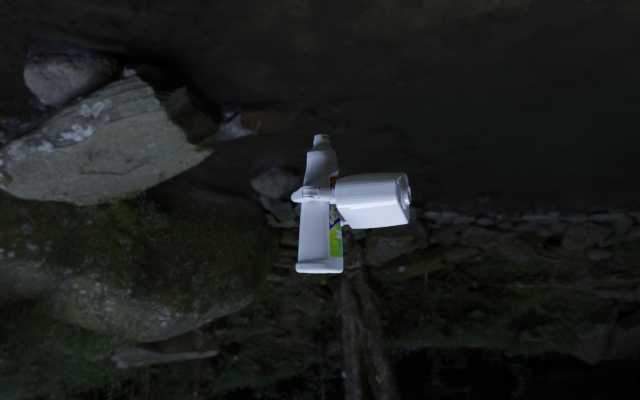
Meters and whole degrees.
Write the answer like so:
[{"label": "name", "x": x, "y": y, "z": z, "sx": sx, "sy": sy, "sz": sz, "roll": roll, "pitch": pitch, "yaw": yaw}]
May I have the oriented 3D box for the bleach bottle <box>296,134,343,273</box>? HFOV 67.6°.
[{"label": "bleach bottle", "x": 0.000, "y": 0.003, "z": 0.860, "sx": 0.068, "sy": 0.250, "sz": 0.102, "roll": -4, "pitch": -10, "yaw": 21}]
